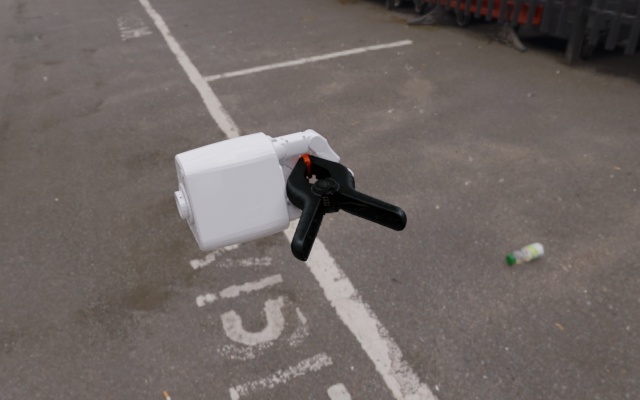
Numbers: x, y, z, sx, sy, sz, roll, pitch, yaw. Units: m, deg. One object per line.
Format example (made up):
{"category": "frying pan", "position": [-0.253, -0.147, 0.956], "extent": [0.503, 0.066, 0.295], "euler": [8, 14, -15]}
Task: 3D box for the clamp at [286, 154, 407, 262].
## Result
{"category": "clamp", "position": [0.000, 0.001, 0.523], "extent": [0.120, 0.039, 0.171], "euler": [-17, 33, -21]}
